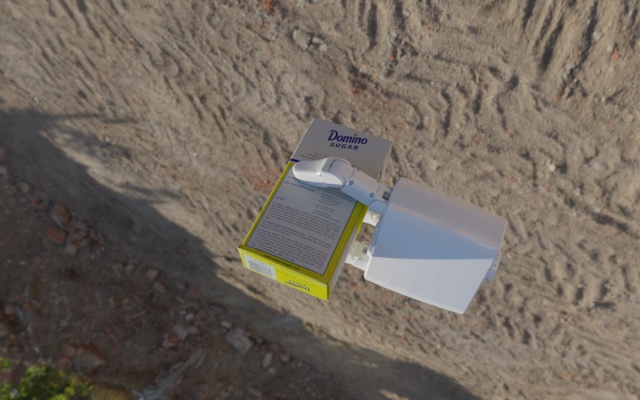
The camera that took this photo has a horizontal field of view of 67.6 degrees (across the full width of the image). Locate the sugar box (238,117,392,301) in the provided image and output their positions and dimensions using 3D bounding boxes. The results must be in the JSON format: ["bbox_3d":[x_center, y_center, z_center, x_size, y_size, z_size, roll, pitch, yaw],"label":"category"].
[{"bbox_3d":[0.000,0.002,0.483,0.093,0.176,0.048,20,-32,13],"label":"sugar box"}]
